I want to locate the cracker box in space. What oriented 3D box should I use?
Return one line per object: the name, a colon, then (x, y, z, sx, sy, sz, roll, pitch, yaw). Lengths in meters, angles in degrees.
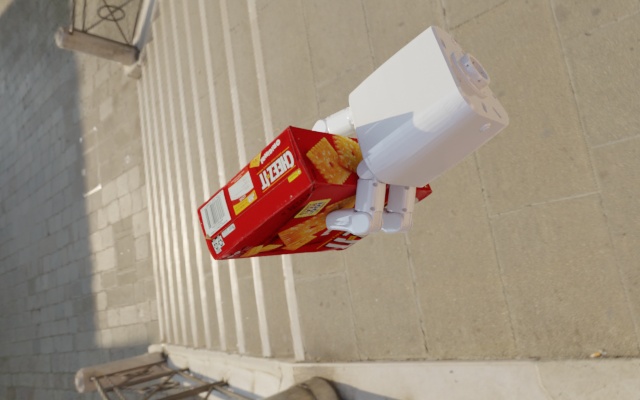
cracker box: (0.000, 0.002, 0.534, 0.214, 0.072, 0.164, 3, -31, -48)
